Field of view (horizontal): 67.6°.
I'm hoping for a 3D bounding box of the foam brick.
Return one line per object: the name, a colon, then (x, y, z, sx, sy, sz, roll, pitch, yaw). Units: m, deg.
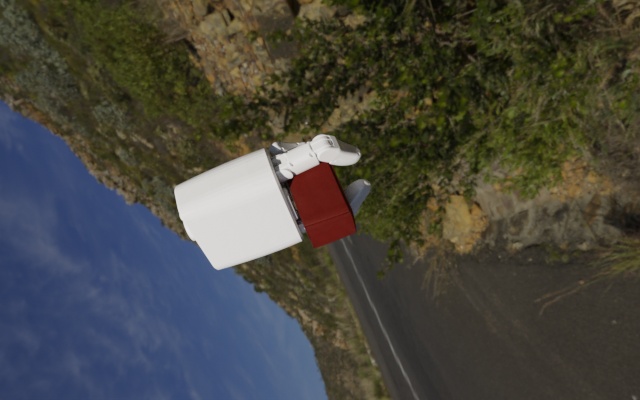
foam brick: (0.000, 0.002, 0.510, 0.051, 0.078, 0.053, -21, -32, -2)
